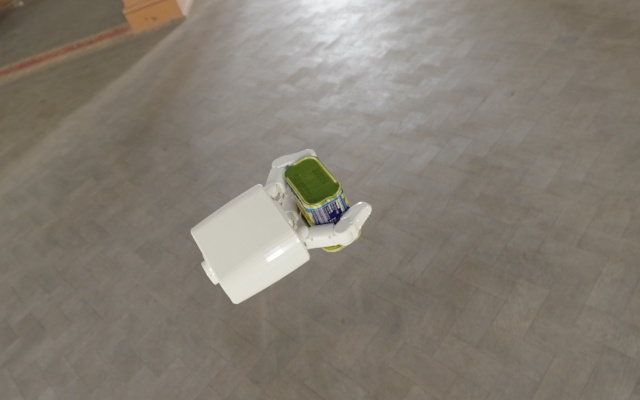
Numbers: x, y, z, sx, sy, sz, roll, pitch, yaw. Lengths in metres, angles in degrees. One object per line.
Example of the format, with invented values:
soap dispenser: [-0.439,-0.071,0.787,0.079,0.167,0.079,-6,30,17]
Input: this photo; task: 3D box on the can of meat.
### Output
can of meat: [0.000,0.002,0.616,0.057,0.084,0.102,-31,42,-7]
